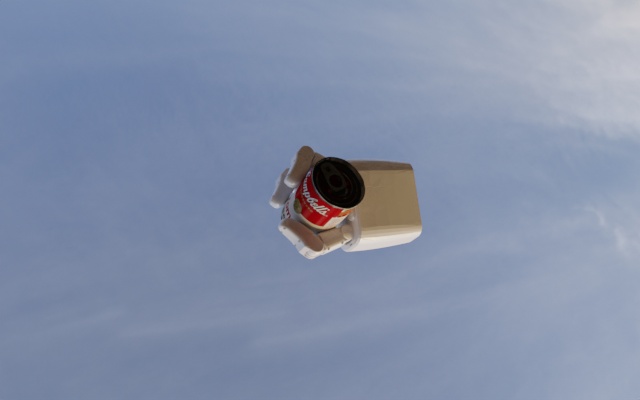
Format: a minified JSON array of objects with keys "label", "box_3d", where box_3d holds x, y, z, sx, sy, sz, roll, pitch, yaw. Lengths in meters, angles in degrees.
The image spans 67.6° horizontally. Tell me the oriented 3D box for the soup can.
[{"label":"soup can","box_3d":[0.000,0.002,0.582,0.068,0.068,0.102,0,-27,-28]}]
